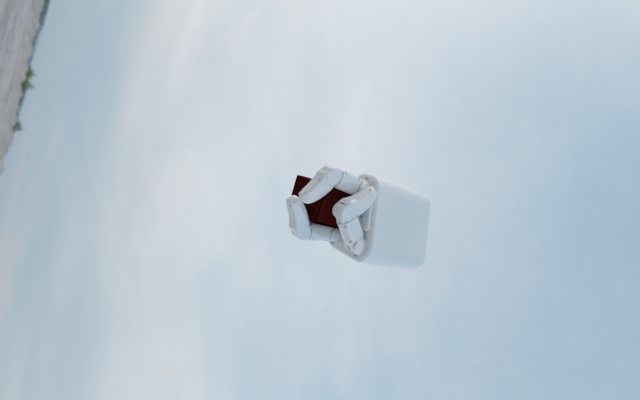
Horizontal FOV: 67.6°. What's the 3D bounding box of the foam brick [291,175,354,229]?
[{"bbox_3d":[0.000,0.002,0.643,0.051,0.053,0.078,14,6,-34],"label":"foam brick"}]
